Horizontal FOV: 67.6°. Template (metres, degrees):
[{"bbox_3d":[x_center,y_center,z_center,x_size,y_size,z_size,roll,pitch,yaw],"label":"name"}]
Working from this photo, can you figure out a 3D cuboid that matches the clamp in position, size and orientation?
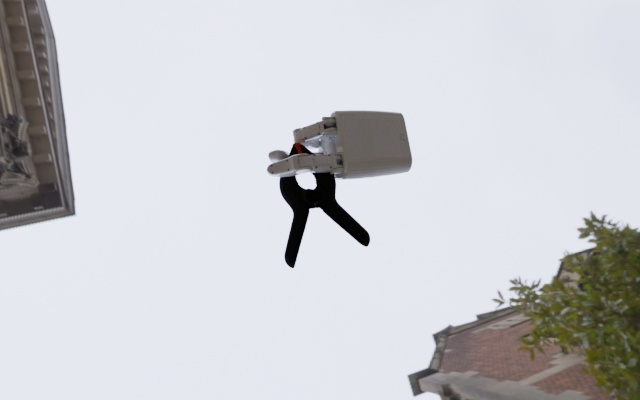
[{"bbox_3d":[0.000,0.002,0.658,0.120,0.171,0.039,-5,-13,-18],"label":"clamp"}]
